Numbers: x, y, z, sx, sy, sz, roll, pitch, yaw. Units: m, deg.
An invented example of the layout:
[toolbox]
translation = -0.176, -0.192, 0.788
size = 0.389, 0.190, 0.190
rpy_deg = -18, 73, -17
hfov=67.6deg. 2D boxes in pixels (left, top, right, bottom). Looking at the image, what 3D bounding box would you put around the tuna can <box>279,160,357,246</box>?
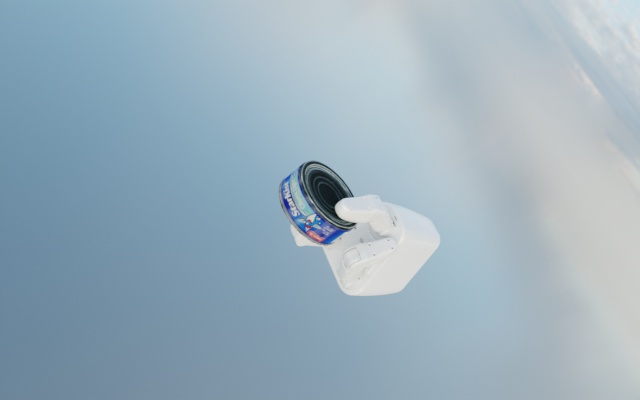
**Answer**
[tuna can]
translation = 0.000, 0.001, 0.493
size = 0.034, 0.086, 0.086
rpy_deg = -38, -21, 30
